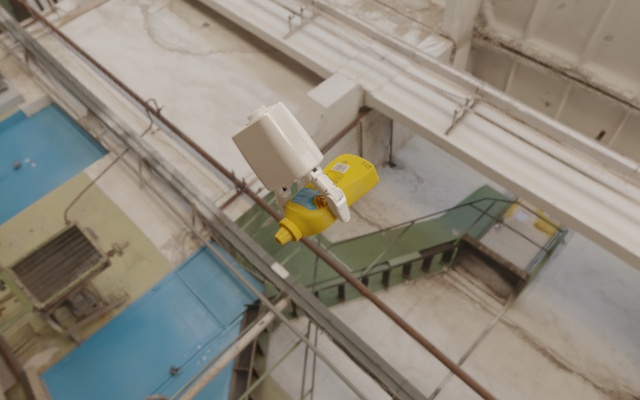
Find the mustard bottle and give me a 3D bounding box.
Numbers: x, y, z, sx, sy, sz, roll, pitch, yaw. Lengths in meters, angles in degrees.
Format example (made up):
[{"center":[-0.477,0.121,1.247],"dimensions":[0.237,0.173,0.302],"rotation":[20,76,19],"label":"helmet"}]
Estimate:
[{"center":[0.000,0.003,0.775],"dimensions":[0.191,0.058,0.096],"rotation":[-42,38,-21],"label":"mustard bottle"}]
